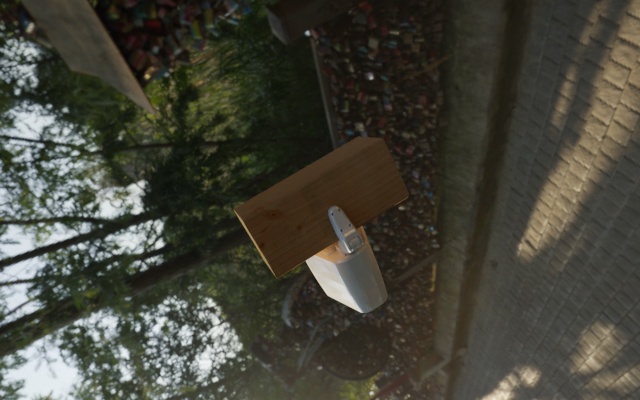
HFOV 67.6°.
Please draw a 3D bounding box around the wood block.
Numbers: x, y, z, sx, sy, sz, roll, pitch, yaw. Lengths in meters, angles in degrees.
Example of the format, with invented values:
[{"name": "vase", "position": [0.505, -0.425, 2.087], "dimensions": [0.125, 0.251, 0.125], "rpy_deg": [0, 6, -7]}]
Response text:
[{"name": "wood block", "position": [0.000, 0.003, 0.641], "dimensions": [0.206, 0.090, 0.091], "rpy_deg": [-31, 17, -11]}]
